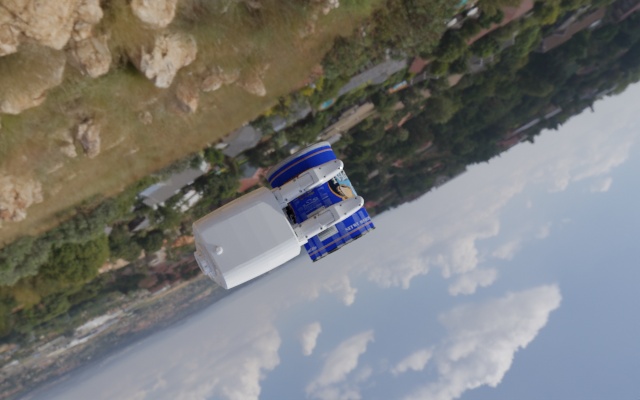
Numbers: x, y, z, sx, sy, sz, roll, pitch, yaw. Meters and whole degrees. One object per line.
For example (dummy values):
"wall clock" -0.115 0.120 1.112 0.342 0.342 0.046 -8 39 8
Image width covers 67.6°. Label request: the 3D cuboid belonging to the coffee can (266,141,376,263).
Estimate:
"coffee can" 0.000 0.002 0.676 0.103 0.140 0.103 -29 -5 -3
